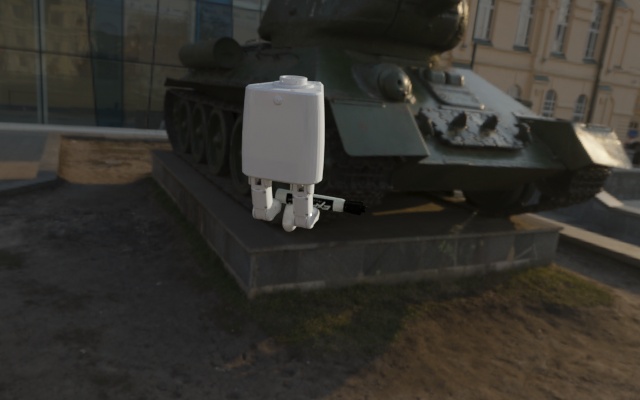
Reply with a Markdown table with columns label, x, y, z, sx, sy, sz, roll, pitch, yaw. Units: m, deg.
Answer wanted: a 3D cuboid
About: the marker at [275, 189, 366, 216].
| label | x | y | z | sx | sy | sz | roll | pitch | yaw |
| --- | --- | --- | --- | --- | --- | --- | --- | --- | --- |
| marker | 0.000 | 0.002 | 0.627 | 0.121 | 0.020 | 0.020 | 9 | 2 | 14 |
